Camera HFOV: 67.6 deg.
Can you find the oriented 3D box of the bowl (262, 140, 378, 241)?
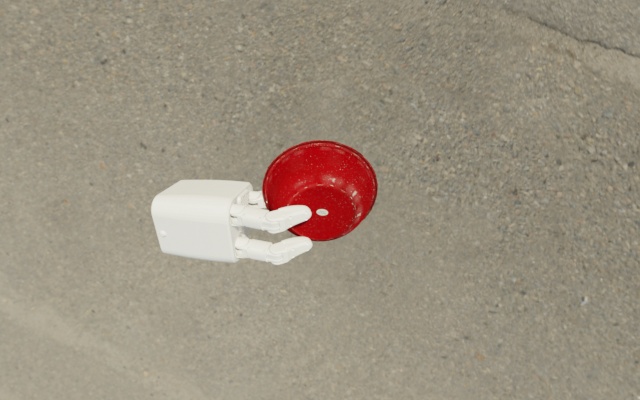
[{"bbox_3d":[0.001,0.002,0.645,0.162,0.162,0.055,0,35,-2],"label":"bowl"}]
